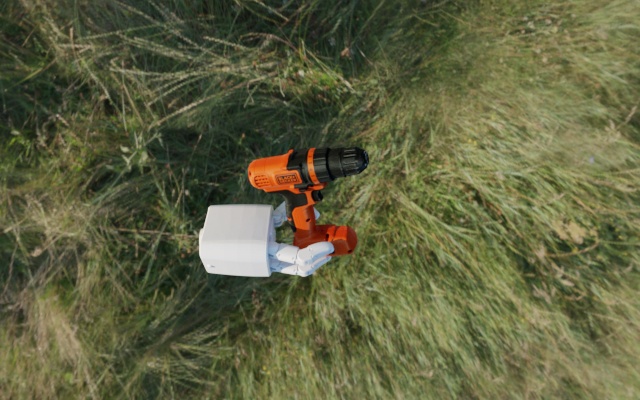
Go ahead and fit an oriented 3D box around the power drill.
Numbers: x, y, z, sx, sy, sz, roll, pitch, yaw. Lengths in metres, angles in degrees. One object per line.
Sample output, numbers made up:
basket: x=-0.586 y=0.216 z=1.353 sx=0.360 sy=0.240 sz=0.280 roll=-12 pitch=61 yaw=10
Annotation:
power drill: x=0.000 y=0.003 z=0.741 sx=0.184 sy=0.188 sz=0.057 roll=-5 pitch=36 yaw=20
